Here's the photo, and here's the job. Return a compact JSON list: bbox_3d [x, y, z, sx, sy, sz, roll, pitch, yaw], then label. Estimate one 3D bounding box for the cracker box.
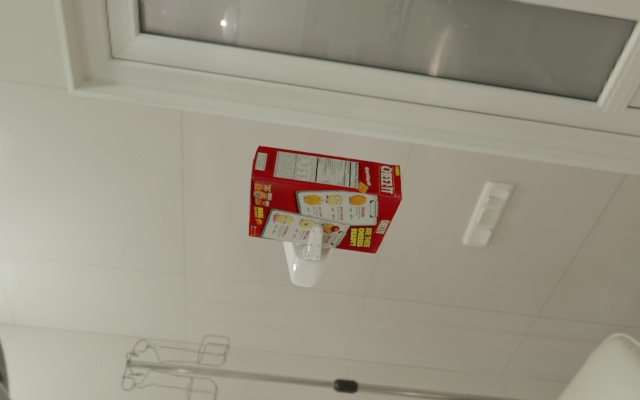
[{"bbox_3d":[0.000,0.003,0.735,0.214,0.072,0.164,7,-35,-4],"label":"cracker box"}]
